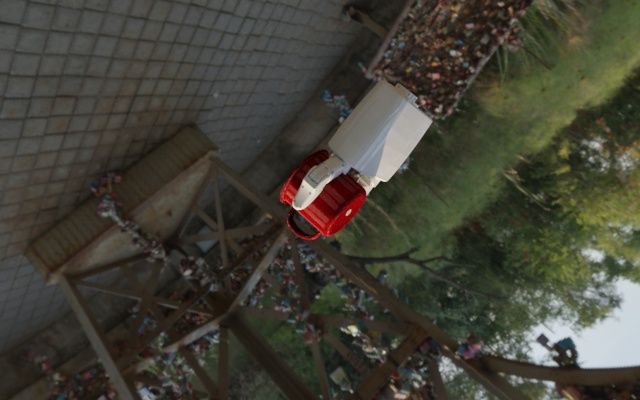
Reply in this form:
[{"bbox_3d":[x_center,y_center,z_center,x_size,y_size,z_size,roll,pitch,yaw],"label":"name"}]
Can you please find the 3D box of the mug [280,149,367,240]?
[{"bbox_3d":[-0.001,0.003,0.641,0.081,0.117,0.093,42,18,16],"label":"mug"}]
